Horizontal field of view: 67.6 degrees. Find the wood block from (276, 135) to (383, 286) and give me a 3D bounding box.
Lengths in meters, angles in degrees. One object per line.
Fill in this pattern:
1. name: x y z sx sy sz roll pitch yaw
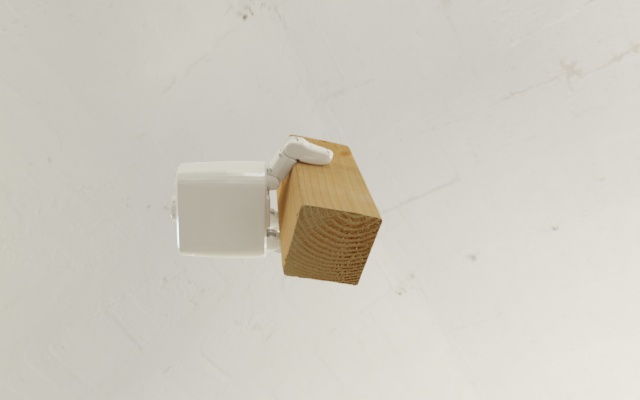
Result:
1. wood block: 0.000 0.002 0.593 0.090 0.091 0.206 10 26 -13
